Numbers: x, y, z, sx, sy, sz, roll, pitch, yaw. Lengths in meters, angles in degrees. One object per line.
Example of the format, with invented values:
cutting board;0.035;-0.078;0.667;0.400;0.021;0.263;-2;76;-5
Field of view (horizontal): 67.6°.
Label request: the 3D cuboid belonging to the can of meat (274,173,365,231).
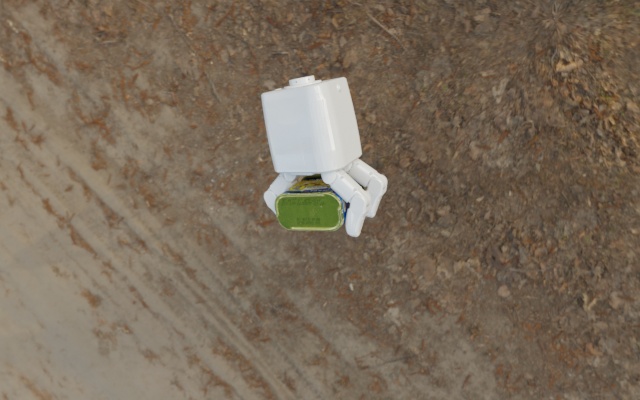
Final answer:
can of meat;0.000;0.002;0.646;0.102;0.057;0.084;-2;18;27
